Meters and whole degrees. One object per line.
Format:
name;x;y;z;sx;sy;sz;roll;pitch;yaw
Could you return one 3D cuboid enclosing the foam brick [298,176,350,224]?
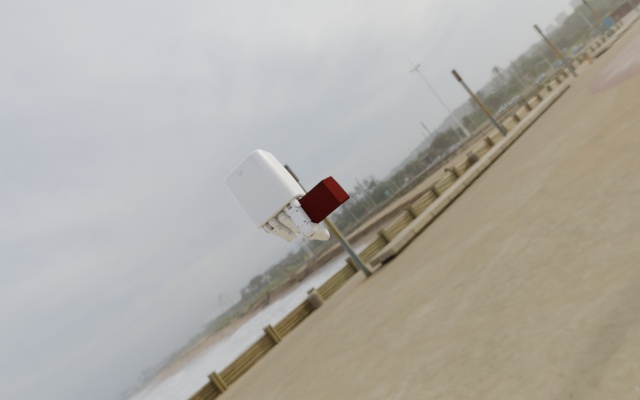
foam brick;0.000;0.003;0.819;0.078;0.051;0.053;-40;-5;24
